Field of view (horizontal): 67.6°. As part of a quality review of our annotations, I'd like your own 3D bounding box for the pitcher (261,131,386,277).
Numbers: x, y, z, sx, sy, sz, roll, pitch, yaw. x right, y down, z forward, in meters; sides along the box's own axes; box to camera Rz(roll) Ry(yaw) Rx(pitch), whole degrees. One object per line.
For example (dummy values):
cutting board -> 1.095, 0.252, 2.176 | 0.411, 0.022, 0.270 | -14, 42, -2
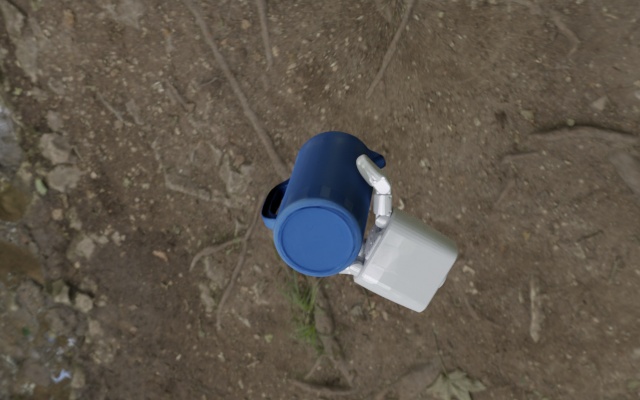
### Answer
pitcher -> 0.000, 0.002, 0.671 | 0.145, 0.149, 0.242 | 27, 25, -5
